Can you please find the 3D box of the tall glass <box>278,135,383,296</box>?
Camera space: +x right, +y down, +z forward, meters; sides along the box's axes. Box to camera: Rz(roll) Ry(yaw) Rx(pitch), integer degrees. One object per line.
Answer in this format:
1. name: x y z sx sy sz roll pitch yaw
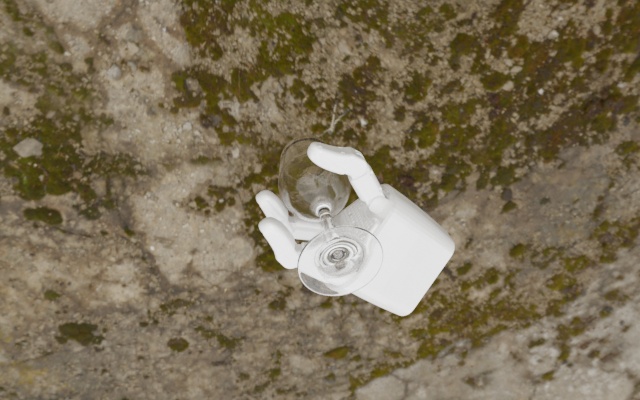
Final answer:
1. tall glass: 0.000 0.002 0.484 0.079 0.079 0.201 0 31 -12
